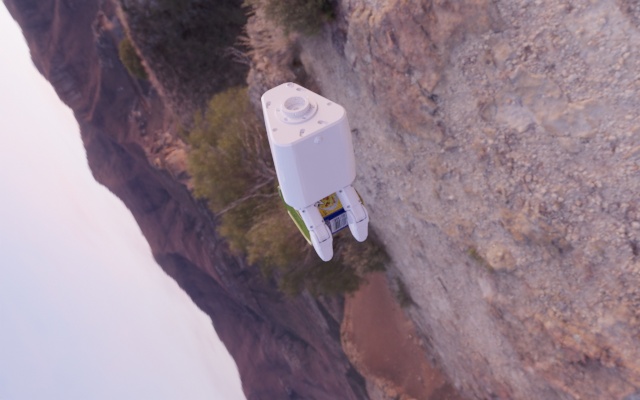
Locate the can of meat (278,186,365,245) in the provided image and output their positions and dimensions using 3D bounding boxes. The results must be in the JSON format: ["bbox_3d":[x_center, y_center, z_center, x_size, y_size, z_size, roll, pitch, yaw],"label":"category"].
[{"bbox_3d":[0.000,0.002,0.663,0.084,0.102,0.057,-28,-35,-14],"label":"can of meat"}]
